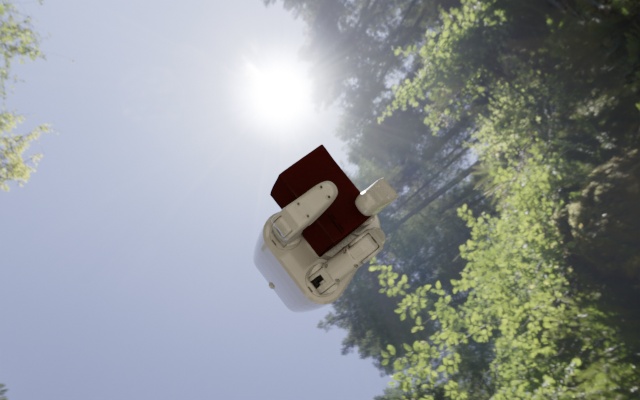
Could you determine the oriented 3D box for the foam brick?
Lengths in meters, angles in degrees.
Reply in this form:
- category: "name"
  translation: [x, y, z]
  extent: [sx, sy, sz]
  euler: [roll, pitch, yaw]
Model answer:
- category: "foam brick"
  translation: [0.000, 0.001, 0.430]
  extent: [0.053, 0.078, 0.051]
  euler: [-35, -6, -24]
